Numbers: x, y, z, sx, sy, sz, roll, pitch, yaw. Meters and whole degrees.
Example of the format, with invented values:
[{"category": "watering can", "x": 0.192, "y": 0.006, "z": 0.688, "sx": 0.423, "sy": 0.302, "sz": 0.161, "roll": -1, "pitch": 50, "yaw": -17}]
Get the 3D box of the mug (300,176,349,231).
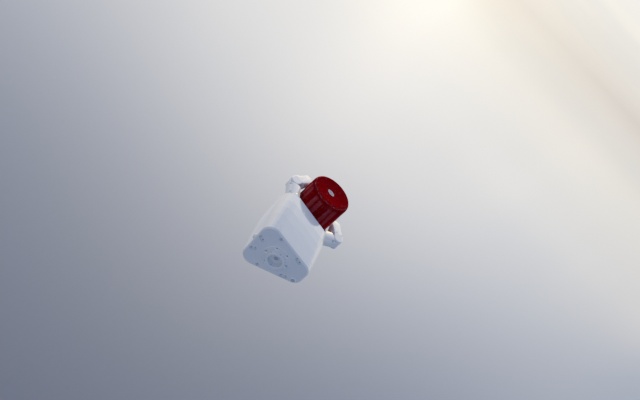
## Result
[{"category": "mug", "x": 0.001, "y": 0.002, "z": 0.888, "sx": 0.081, "sy": 0.093, "sz": 0.117, "roll": -43, "pitch": 13, "yaw": 32}]
